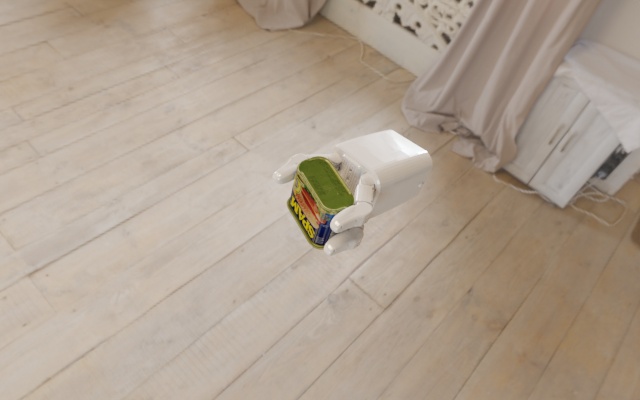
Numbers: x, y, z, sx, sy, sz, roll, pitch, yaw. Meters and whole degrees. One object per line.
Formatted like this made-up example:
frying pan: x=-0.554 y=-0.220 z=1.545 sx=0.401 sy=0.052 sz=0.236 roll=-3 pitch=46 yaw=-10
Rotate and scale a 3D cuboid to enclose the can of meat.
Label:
can of meat: x=0.000 y=0.002 z=0.660 sx=0.057 sy=0.102 sz=0.084 roll=-17 pitch=-32 yaw=-26
